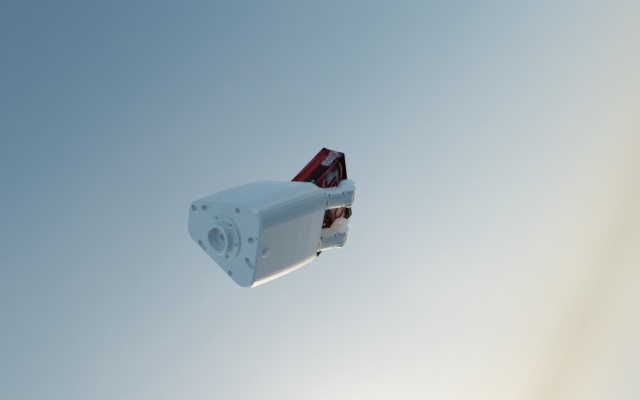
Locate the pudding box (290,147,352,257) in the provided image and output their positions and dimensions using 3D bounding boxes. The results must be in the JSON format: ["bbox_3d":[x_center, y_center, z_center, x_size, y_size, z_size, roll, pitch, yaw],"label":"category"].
[{"bbox_3d":[0.000,0.002,0.620,0.039,0.114,0.090,22,52,28],"label":"pudding box"}]
